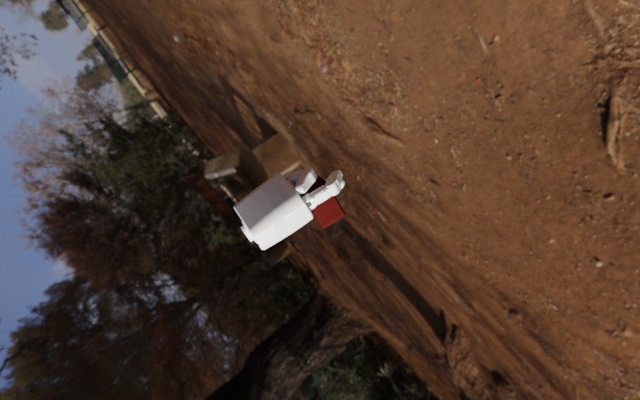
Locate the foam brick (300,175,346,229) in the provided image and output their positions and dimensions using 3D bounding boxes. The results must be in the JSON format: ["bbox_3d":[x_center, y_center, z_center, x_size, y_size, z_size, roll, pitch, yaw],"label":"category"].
[{"bbox_3d":[0.000,0.003,0.875,0.051,0.078,0.053,-35,26,-8],"label":"foam brick"}]
